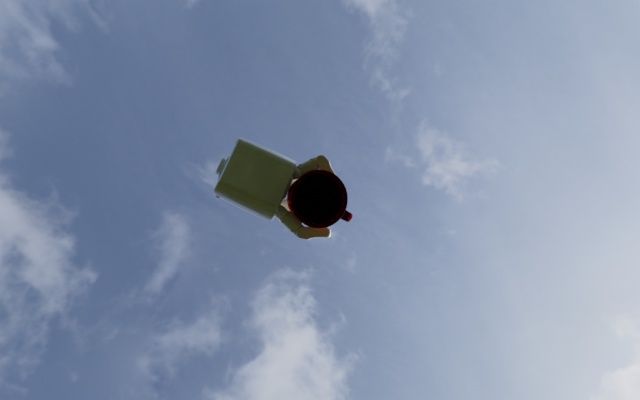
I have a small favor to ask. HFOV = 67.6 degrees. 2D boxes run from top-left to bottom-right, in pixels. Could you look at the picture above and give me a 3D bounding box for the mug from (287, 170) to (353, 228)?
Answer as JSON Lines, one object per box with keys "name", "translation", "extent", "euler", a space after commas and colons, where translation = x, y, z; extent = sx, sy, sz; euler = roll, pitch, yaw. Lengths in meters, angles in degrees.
{"name": "mug", "translation": [0.001, 0.003, 0.793], "extent": [0.117, 0.093, 0.081], "euler": [26, -5, -12]}
